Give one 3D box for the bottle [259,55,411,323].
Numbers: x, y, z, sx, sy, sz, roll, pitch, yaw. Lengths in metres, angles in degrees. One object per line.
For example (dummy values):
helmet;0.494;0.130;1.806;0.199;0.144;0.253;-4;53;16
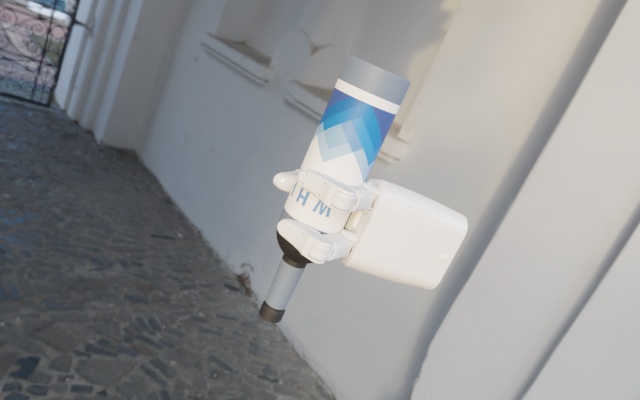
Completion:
bottle;0.000;0.001;0.502;0.069;0.296;0.069;22;16;-7
